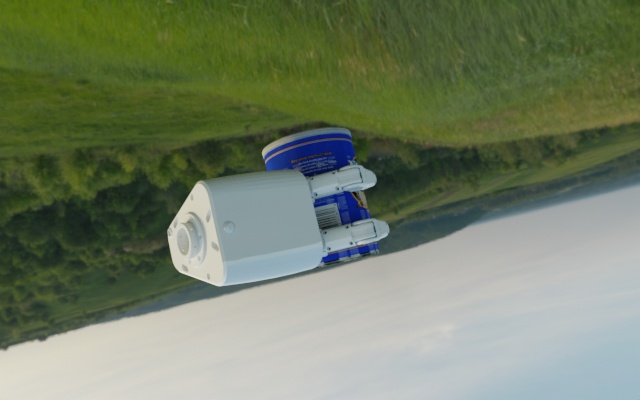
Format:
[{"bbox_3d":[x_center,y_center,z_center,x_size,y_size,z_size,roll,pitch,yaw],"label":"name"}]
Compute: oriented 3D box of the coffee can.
[{"bbox_3d":[0.000,0.002,0.533,0.103,0.140,0.103,-13,-7,-2],"label":"coffee can"}]
